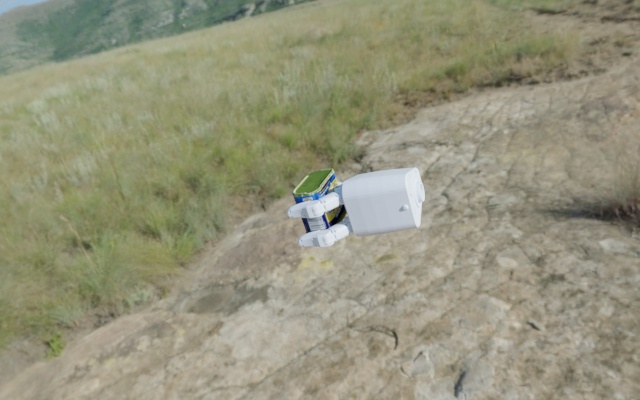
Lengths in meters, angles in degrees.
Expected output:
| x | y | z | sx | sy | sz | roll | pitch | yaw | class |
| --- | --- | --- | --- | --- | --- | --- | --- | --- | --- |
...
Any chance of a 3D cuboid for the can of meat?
| x | y | z | sx | sy | sz | roll | pitch | yaw | class |
| --- | --- | --- | --- | --- | --- | --- | --- | --- | --- |
| 0.000 | 0.002 | 0.819 | 0.057 | 0.084 | 0.102 | -7 | 25 | 26 | can of meat |
